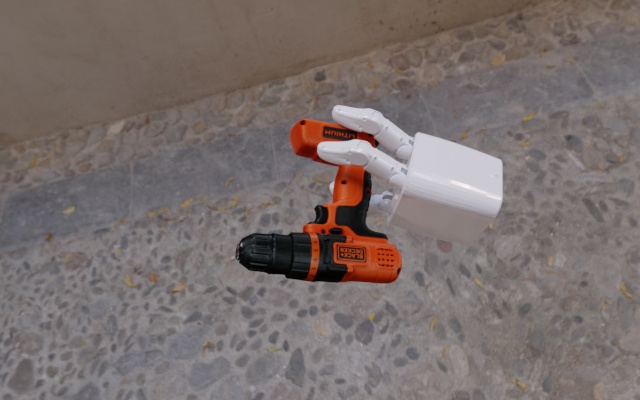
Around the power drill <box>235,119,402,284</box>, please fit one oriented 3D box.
[{"bbox_3d":[0.000,0.001,0.548,0.184,0.187,0.057,8,-24,-18],"label":"power drill"}]
